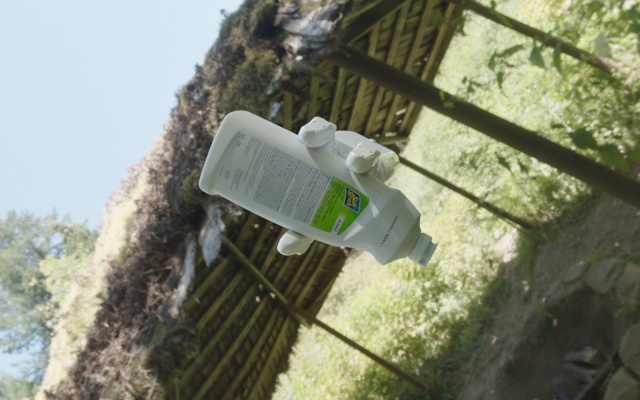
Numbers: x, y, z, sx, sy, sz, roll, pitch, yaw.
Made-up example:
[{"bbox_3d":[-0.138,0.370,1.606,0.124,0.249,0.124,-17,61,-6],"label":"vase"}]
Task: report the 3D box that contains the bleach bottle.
[{"bbox_3d":[0.000,0.002,0.501,0.251,0.102,0.068,29,19,12],"label":"bleach bottle"}]
